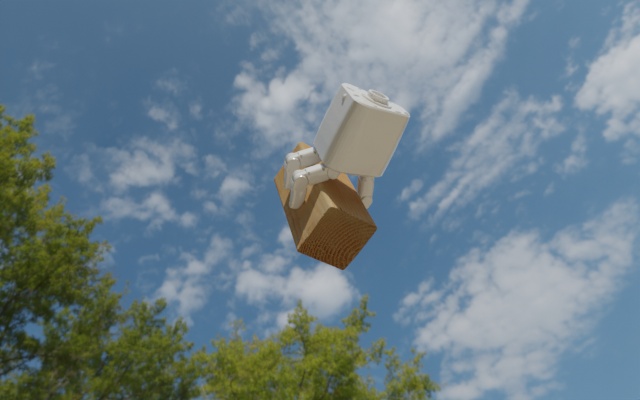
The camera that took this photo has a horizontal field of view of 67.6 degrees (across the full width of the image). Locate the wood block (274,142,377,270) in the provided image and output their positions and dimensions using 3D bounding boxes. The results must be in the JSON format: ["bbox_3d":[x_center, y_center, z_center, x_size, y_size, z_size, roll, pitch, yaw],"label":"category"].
[{"bbox_3d":[0.001,0.002,0.766,0.091,0.090,0.206,25,22,-28],"label":"wood block"}]
